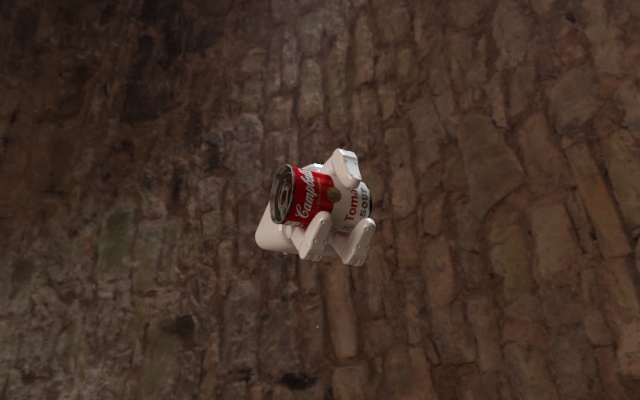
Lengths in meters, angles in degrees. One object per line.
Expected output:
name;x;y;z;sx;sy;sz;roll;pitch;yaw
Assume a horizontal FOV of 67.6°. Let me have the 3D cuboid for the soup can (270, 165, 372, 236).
soup can;0.001;0.002;0.555;0.102;0.068;0.068;11;-5;-25
